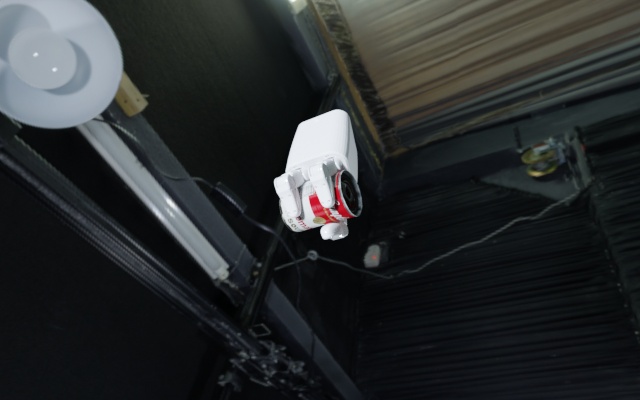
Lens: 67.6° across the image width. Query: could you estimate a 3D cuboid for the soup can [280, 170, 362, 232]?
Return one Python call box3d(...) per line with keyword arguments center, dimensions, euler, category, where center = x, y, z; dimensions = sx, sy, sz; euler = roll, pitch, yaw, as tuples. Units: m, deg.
box3d(center=(0.000, 0.003, 0.693), dimensions=(0.102, 0.068, 0.068), euler=(-16, -7, 26), category="soup can")
